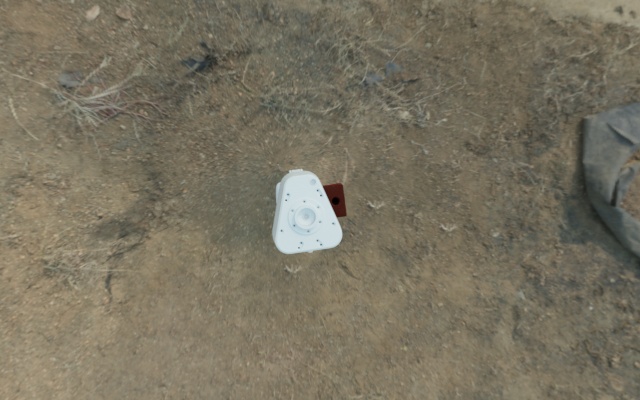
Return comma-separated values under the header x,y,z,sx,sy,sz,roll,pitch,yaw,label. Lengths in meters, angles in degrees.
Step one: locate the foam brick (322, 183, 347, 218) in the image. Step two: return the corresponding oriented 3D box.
x,y,z,sx,sy,sz,roll,pitch,yaw,label
0.000,0.002,0.774,0.078,0.053,0.051,-8,5,-4,foam brick
